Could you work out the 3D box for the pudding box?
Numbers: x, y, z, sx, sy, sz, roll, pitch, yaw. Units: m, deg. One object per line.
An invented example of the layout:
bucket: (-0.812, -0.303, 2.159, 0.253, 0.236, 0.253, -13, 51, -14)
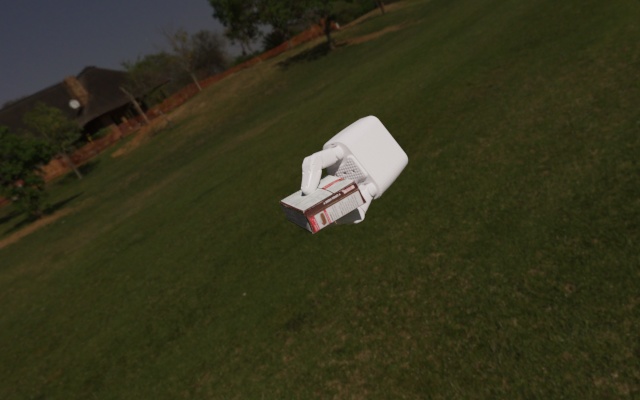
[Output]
pudding box: (0.000, 0.002, 0.690, 0.090, 0.039, 0.113, -31, 16, -15)
